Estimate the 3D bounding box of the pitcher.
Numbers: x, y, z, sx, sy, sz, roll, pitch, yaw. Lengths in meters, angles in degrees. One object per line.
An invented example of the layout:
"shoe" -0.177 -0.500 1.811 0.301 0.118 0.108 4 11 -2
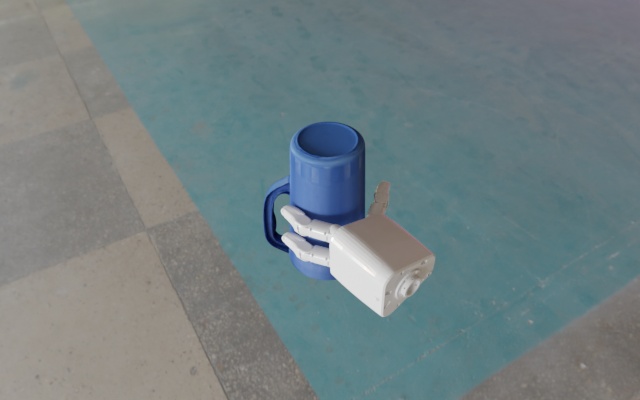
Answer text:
"pitcher" 0.000 0.003 0.755 0.149 0.243 0.145 -29 49 -28
